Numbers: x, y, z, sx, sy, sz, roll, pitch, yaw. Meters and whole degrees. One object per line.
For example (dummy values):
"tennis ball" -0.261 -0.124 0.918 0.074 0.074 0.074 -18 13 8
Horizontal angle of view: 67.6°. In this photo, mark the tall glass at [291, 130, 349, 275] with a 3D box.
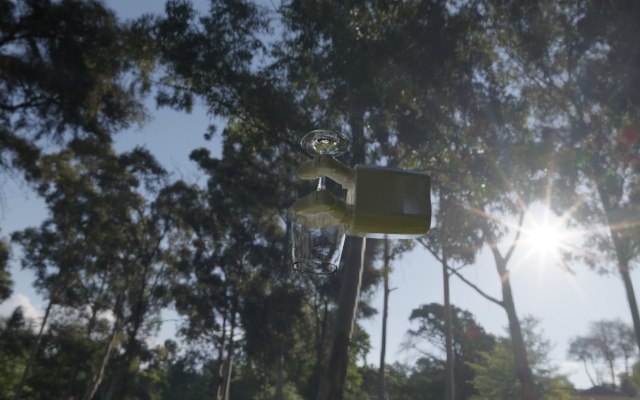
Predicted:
"tall glass" 0.000 0.002 0.687 0.079 0.201 0.079 4 -26 2
